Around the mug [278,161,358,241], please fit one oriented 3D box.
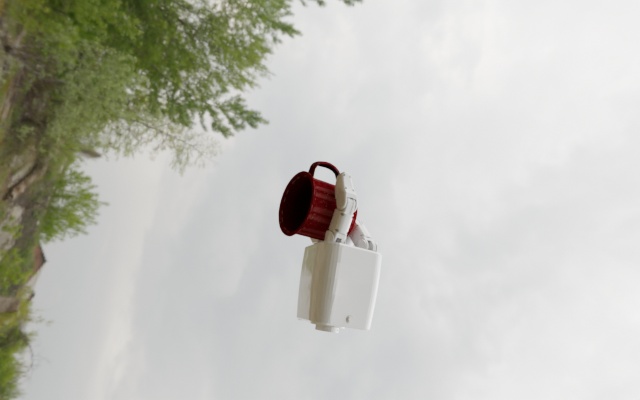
[{"bbox_3d":[0.000,0.001,0.681,0.081,0.117,0.093,17,-14,-31],"label":"mug"}]
